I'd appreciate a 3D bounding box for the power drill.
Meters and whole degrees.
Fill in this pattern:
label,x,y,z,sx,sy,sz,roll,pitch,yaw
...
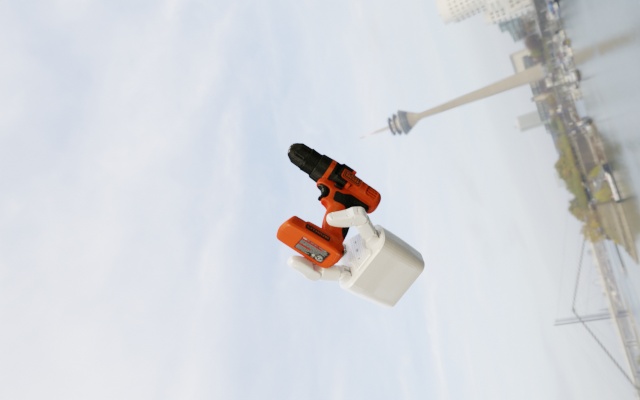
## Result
label,x,y,z,sx,sy,sz,roll,pitch,yaw
power drill,0.000,0.003,0.780,0.184,0.187,0.057,32,-42,-4
